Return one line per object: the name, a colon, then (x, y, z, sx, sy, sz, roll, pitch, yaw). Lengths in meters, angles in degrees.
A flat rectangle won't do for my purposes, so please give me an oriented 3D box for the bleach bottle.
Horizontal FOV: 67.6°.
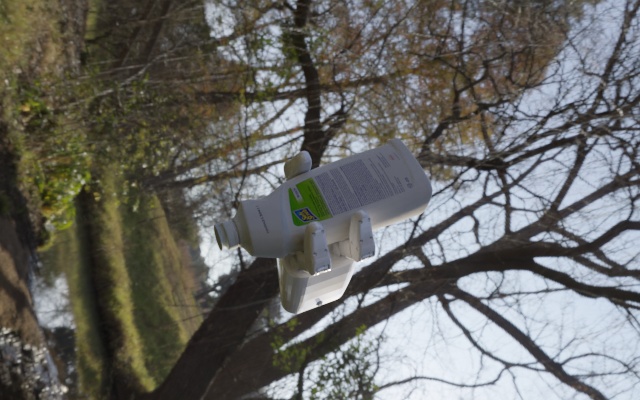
bleach bottle: (0.000, 0.002, 0.555, 0.251, 0.102, 0.068, -16, -33, -21)
